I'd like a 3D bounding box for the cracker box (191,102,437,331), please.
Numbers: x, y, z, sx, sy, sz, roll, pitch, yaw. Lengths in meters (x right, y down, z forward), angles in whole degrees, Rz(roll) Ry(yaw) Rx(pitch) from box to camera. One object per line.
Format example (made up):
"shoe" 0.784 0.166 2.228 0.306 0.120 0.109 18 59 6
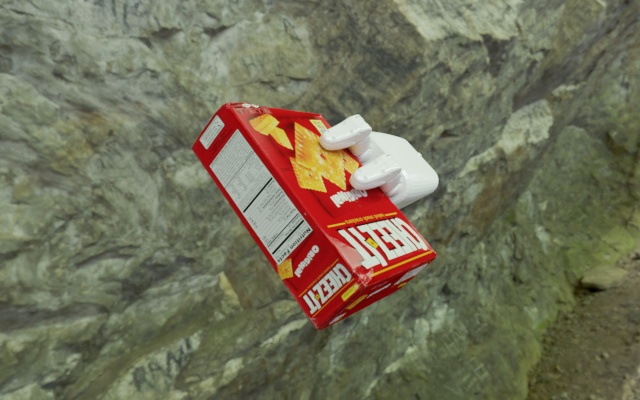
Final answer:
"cracker box" 0.000 0.002 0.475 0.072 0.213 0.164 -48 -22 27
